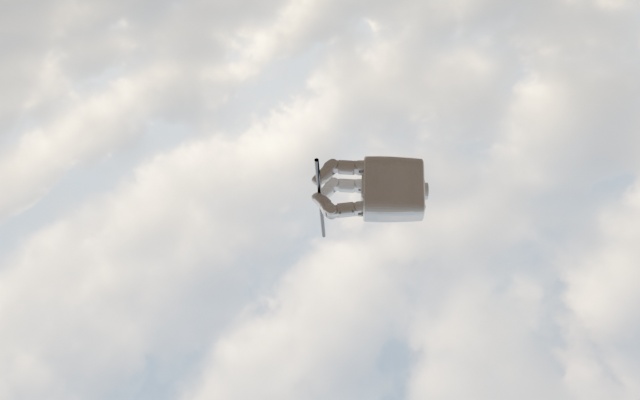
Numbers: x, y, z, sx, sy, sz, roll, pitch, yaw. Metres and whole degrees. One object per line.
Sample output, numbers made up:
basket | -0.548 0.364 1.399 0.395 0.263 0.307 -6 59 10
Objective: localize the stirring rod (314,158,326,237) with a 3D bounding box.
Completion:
stirring rod | 0.000 0.003 0.879 0.011 0.011 0.240 0 -35 4
